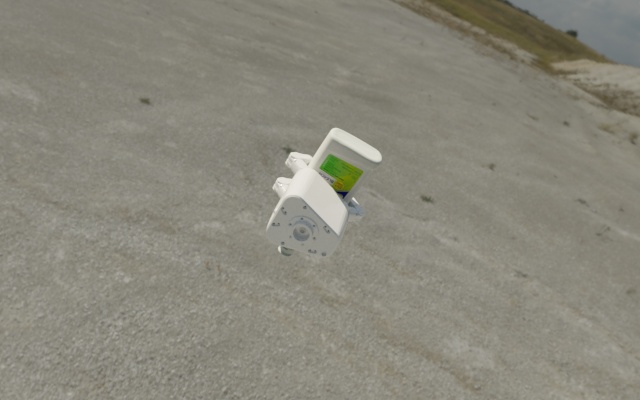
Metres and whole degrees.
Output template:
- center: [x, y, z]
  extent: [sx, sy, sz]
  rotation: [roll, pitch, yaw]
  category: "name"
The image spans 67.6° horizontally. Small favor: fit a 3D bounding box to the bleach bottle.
- center: [0.000, 0.003, 0.839]
  extent: [0.102, 0.251, 0.068]
  rotation: [29, 26, -5]
  category: "bleach bottle"
